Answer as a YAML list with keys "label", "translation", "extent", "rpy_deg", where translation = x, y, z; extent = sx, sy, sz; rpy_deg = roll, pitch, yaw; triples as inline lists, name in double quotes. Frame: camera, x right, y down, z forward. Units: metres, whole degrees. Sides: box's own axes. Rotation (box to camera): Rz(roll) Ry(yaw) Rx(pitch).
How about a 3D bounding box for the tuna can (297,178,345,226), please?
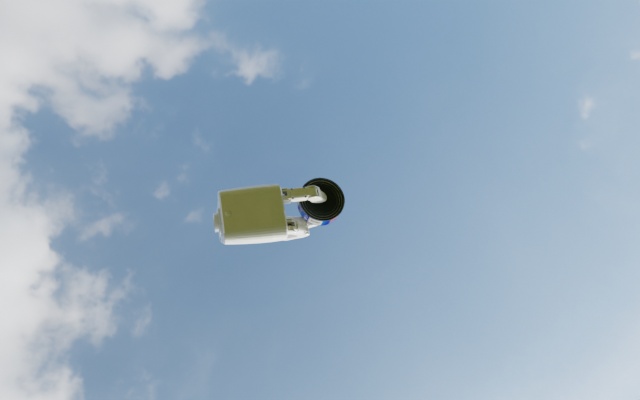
- label: "tuna can"
  translation: [0.000, 0.003, 0.892]
  extent: [0.086, 0.086, 0.034]
  rpy_deg: [0, -21, -11]
